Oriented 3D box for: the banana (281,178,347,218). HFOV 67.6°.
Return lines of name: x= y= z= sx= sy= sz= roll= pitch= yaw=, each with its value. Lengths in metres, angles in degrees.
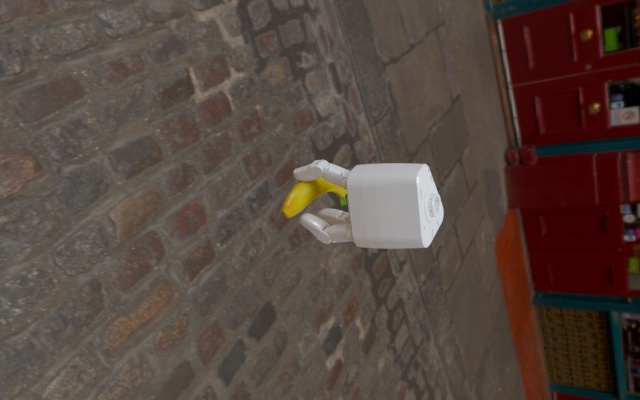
banana: x=0.002 y=-0.016 z=0.769 sx=0.037 sy=0.069 sz=0.198 roll=3 pitch=6 yaw=31
